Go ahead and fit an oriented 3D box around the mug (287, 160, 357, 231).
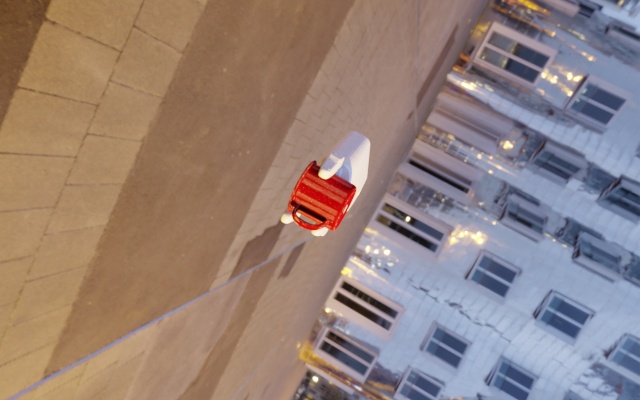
[{"bbox_3d":[0.000,0.003,0.750,0.081,0.093,0.117,28,46,8],"label":"mug"}]
